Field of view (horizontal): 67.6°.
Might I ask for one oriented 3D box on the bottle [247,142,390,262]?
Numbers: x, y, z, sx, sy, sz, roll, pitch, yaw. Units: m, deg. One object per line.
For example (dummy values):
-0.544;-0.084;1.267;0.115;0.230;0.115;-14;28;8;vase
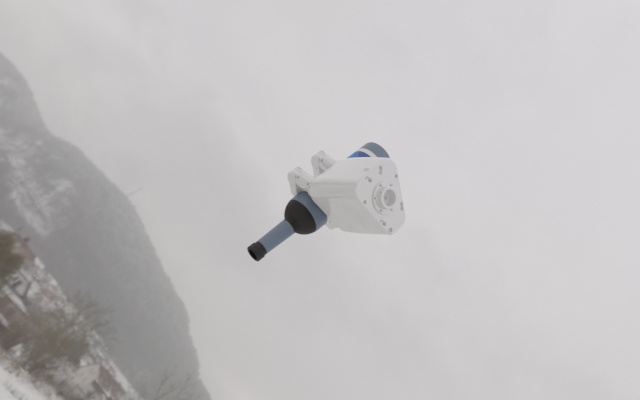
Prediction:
0.000;0.002;0.789;0.295;0.069;0.069;-38;20;-29;bottle
